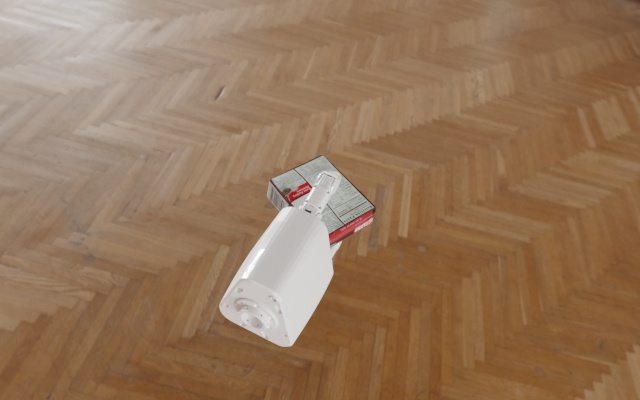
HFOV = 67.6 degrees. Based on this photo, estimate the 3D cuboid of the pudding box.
[{"bbox_3d":[0.000,0.002,0.601,0.090,0.113,0.039,-27,-29,-28],"label":"pudding box"}]
